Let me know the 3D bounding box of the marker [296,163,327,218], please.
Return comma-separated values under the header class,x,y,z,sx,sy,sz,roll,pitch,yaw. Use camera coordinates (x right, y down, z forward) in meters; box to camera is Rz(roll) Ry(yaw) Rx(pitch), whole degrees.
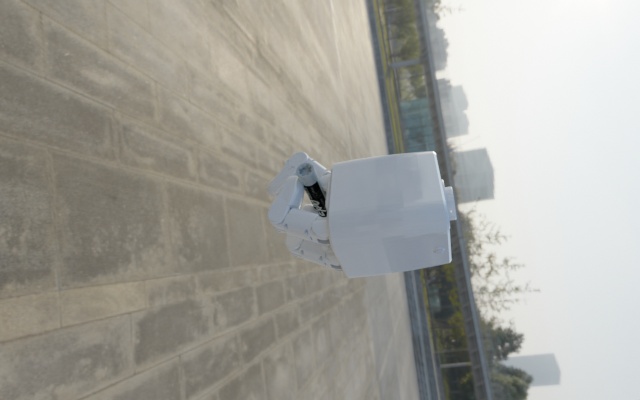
class,x,y,z,sx,sy,sz,roll,pitch,yaw
marker,0.000,0.002,0.516,0.020,0.020,0.121,0,-32,17
